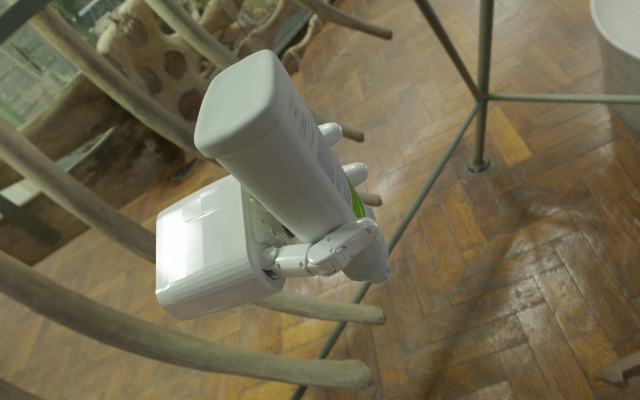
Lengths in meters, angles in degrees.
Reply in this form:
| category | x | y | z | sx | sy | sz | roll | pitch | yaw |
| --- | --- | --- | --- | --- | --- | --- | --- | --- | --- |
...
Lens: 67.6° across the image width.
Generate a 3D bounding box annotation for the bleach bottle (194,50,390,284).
| category | x | y | z | sx | sy | sz | roll | pitch | yaw |
| --- | --- | --- | --- | --- | --- | --- | --- | --- | --- |
| bleach bottle | 0.000 | 0.001 | 0.410 | 0.068 | 0.102 | 0.251 | -23 | -50 | 18 |
